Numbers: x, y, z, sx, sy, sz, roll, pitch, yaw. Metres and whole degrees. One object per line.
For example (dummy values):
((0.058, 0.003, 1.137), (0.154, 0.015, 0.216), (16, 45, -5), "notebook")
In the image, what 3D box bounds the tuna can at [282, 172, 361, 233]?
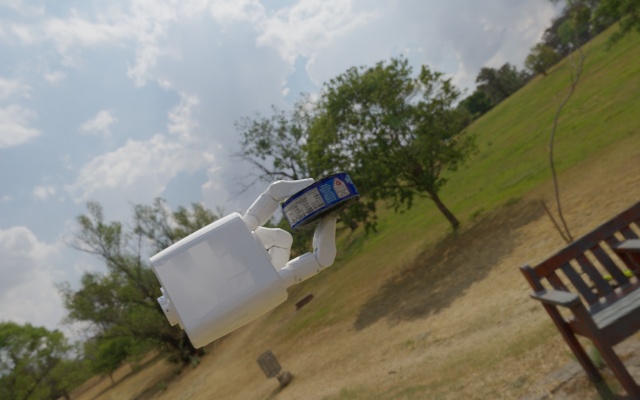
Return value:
((0.000, 0.001, 0.538), (0.086, 0.033, 0.086), (-27, -8, -4), "tuna can")
